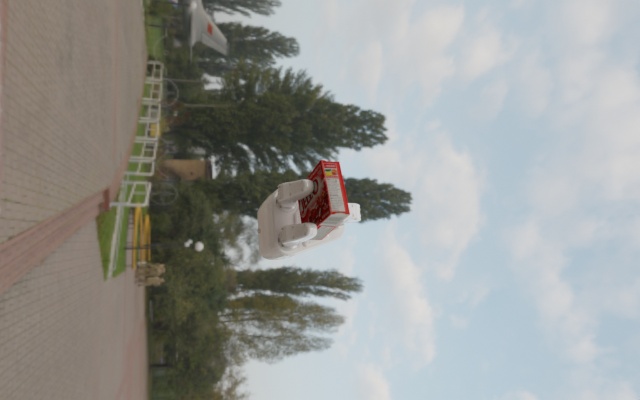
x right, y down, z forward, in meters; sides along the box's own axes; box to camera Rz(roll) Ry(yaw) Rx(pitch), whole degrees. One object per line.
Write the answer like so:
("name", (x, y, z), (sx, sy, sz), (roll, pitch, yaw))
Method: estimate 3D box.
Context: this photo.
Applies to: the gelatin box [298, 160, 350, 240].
("gelatin box", (0.001, 0.002, 0.605), (0.030, 0.073, 0.089), (2, -26, -25))
